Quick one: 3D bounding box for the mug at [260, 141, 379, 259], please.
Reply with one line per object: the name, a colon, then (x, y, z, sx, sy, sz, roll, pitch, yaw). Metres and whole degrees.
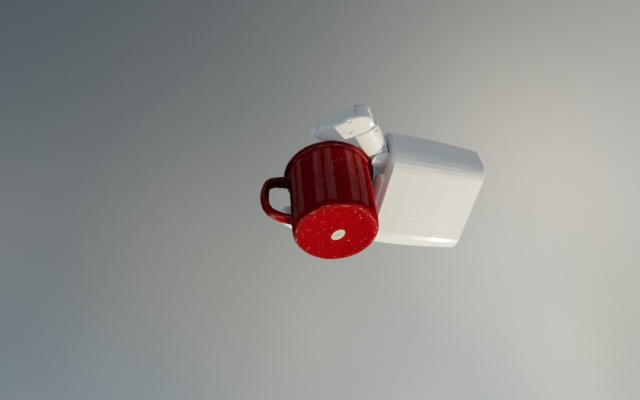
mug: (-0.001, 0.001, 0.464, 0.117, 0.081, 0.093, 6, -46, -12)
